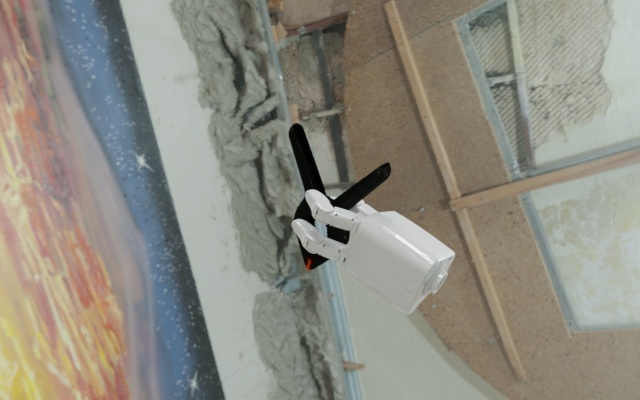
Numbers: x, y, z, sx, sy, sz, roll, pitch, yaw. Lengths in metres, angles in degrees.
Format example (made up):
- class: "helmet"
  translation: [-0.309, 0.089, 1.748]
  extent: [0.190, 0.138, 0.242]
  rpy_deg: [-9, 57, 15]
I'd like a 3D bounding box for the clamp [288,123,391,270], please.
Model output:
- class: "clamp"
  translation: [0.001, 0.003, 0.679]
  extent: [0.164, 0.210, 0.036]
  rpy_deg: [35, 34, 27]
